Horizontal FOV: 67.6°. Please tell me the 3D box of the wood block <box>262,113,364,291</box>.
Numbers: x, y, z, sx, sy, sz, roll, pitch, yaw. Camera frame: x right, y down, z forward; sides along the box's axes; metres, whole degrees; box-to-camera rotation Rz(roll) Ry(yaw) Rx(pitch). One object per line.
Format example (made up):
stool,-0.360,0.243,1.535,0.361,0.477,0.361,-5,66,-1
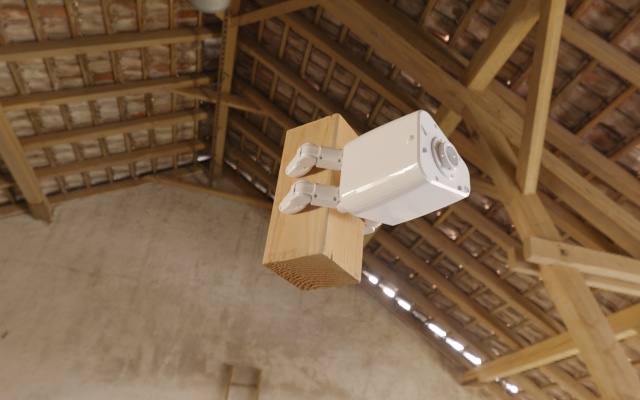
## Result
wood block,0.001,0.002,0.626,0.090,0.206,0.091,-14,-38,31
